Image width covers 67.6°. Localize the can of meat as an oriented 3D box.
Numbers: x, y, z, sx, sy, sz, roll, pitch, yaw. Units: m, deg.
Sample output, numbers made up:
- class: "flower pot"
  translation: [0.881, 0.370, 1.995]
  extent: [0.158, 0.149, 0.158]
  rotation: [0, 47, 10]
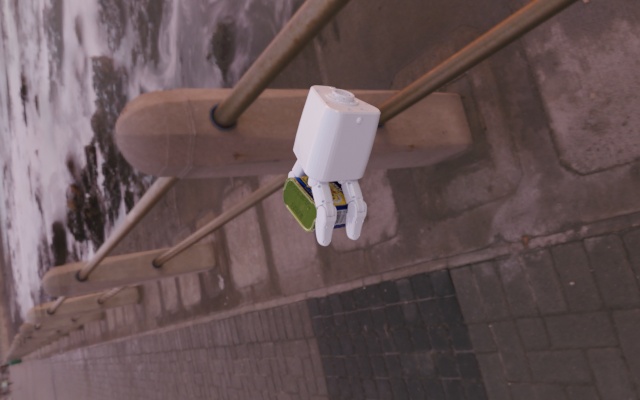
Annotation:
- class: "can of meat"
  translation: [0.000, 0.002, 0.744]
  extent: [0.084, 0.057, 0.102]
  rotation: [-6, 39, -36]
